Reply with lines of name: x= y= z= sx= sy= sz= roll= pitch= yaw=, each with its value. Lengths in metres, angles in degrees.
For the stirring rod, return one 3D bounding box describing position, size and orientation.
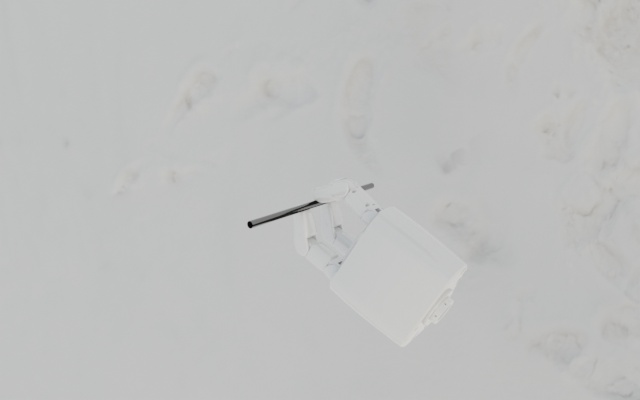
stirring rod: x=0.000 y=0.002 z=0.583 sx=0.011 sy=0.011 sz=0.239 roll=0 pitch=11 yaw=38
